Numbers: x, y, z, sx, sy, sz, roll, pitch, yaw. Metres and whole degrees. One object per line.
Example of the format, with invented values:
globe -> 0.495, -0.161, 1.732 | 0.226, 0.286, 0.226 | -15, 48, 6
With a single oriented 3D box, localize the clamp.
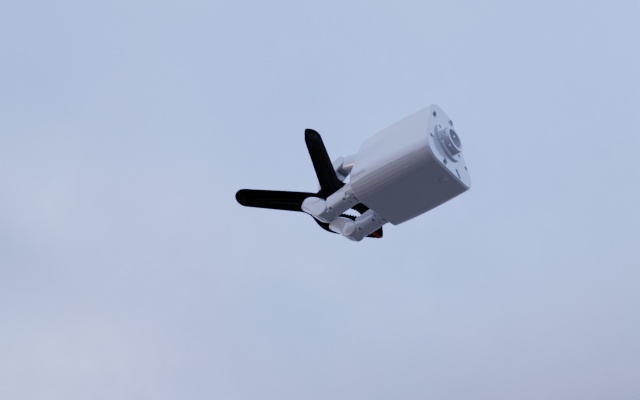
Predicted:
clamp -> 0.001, 0.002, 0.653 | 0.164, 0.036, 0.210 | -29, -50, 34
